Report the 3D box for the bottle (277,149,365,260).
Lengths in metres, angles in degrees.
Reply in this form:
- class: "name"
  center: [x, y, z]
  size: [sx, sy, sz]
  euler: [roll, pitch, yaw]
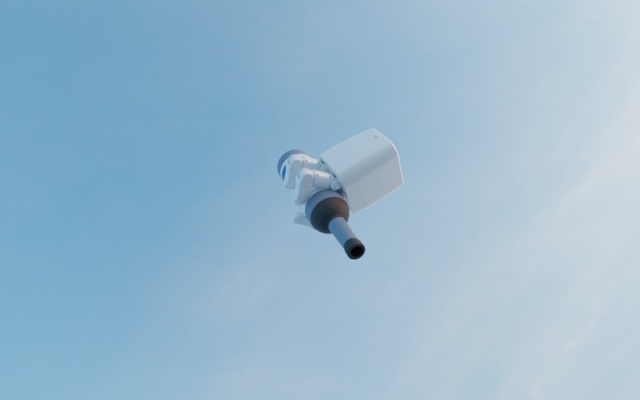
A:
- class: "bottle"
  center: [0.000, 0.002, 0.780]
  size: [0.069, 0.069, 0.295]
  euler: [0, 28, -23]
